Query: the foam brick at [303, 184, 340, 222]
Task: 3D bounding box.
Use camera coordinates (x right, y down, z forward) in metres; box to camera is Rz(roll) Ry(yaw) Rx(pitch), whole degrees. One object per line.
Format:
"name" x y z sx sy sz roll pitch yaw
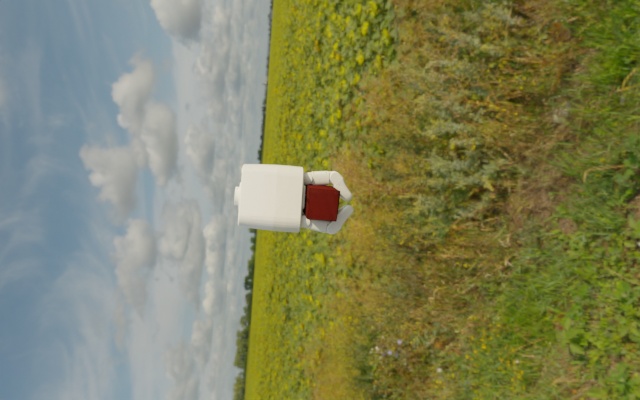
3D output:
"foam brick" 0.000 0.003 0.810 0.051 0.053 0.078 5 6 -8
